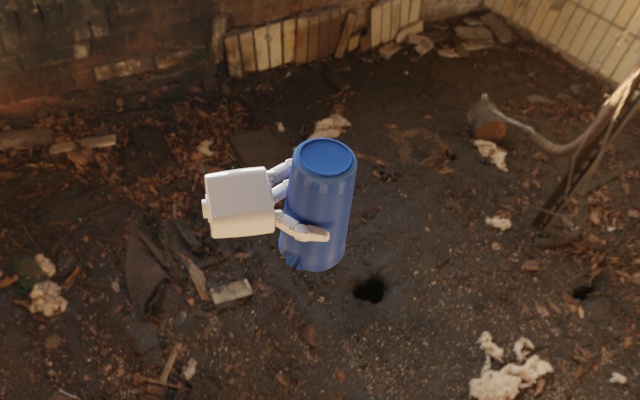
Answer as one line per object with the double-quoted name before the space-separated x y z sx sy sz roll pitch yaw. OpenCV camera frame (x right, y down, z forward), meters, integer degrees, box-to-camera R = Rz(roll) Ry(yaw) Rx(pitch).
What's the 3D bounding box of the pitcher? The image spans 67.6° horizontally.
"pitcher" 0.000 0.003 0.870 0.145 0.149 0.243 -6 -41 -14
